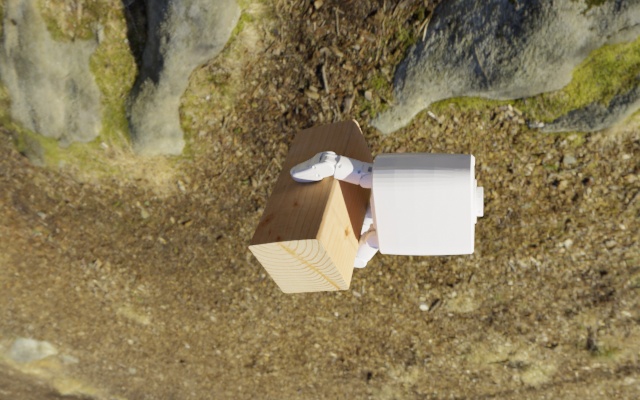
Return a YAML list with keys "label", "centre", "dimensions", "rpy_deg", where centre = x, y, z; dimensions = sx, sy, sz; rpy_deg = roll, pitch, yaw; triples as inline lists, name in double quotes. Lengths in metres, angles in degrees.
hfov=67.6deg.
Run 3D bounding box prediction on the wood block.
- label: "wood block"
  centre: [0.000, 0.002, 0.595]
  dimensions: [0.090, 0.206, 0.091]
  rpy_deg: [-8, -48, 26]
